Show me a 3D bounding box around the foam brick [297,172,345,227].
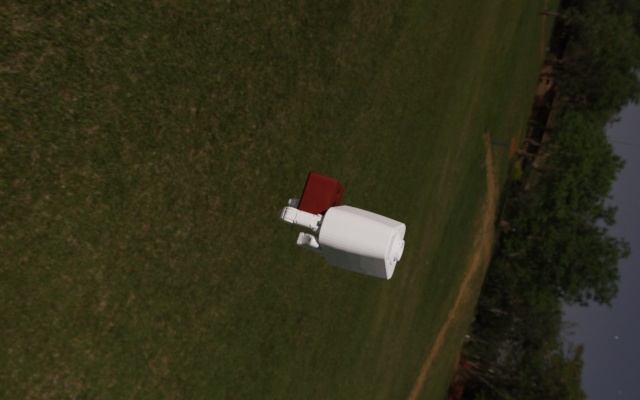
[{"bbox_3d":[0.000,0.002,0.766,0.051,0.078,0.053,15,-10,20],"label":"foam brick"}]
